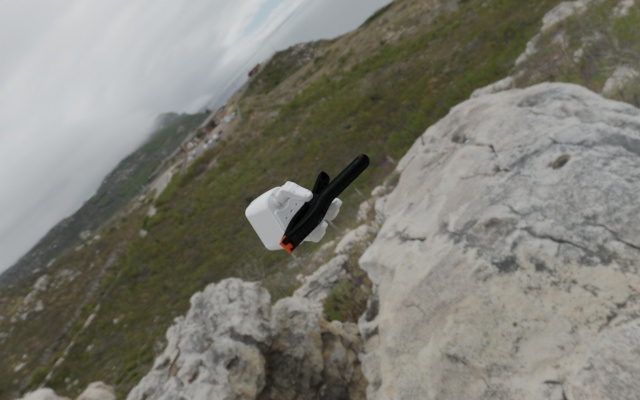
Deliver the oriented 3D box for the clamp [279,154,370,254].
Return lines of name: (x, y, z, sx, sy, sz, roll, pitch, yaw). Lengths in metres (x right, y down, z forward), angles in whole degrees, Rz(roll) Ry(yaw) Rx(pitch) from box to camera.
clamp: (-0.001, 0.003, 0.852, 0.036, 0.210, 0.164, 43, -32, -14)
